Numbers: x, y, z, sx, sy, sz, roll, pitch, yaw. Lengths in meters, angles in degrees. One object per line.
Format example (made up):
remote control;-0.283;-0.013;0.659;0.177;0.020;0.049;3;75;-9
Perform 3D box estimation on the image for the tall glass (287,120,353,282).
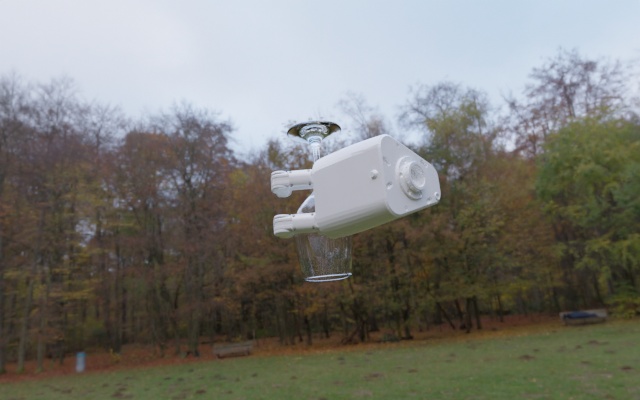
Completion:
tall glass;0.000;0.001;0.625;0.079;0.201;0.079;-5;-14;-1
